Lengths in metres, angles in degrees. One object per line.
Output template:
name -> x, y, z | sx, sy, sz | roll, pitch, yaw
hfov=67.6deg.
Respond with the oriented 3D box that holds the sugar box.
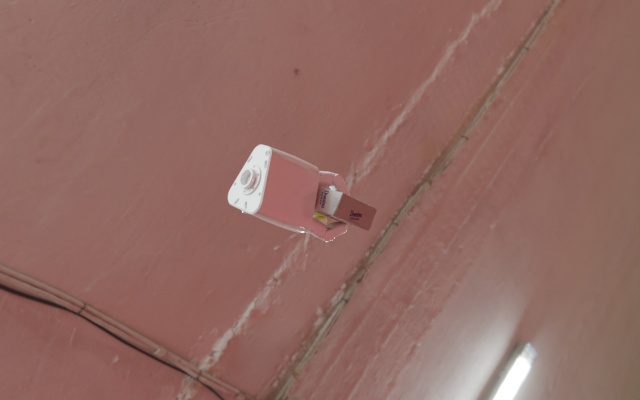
sugar box -> 0.000, 0.003, 0.823 | 0.093, 0.048, 0.176 | 24, -3, -43
